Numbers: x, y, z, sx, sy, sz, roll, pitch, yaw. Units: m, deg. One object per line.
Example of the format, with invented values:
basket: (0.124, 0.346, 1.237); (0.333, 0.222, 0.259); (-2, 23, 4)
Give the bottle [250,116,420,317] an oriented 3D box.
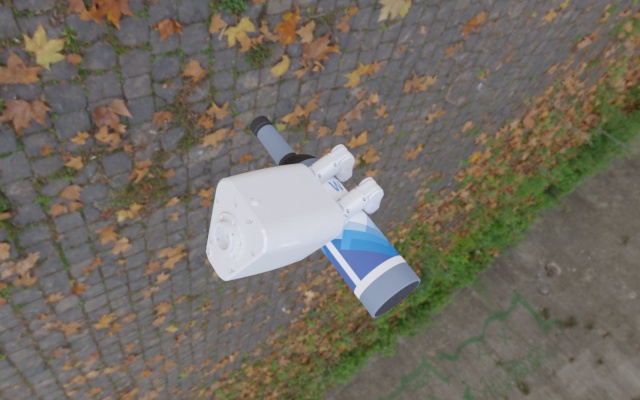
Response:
bottle: (0.000, 0.002, 0.580); (0.069, 0.295, 0.069); (-31, -25, -16)
